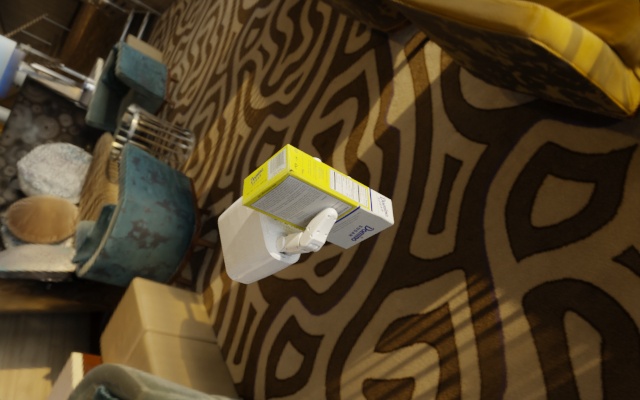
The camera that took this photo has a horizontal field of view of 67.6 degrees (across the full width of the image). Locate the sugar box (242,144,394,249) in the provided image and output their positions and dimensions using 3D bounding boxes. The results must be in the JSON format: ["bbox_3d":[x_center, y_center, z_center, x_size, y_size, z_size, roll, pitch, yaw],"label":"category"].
[{"bbox_3d":[0.000,0.002,0.607,0.176,0.048,0.093,24,-41,-36],"label":"sugar box"}]
